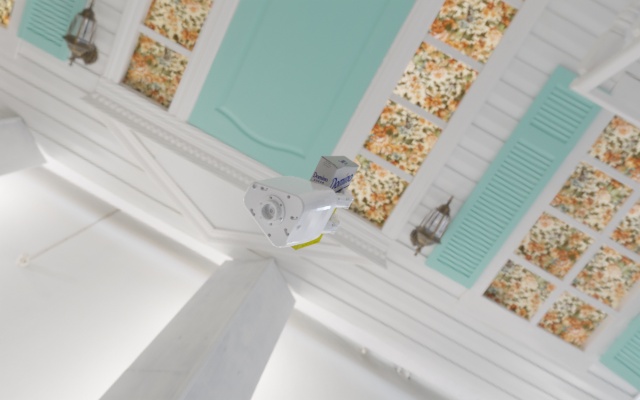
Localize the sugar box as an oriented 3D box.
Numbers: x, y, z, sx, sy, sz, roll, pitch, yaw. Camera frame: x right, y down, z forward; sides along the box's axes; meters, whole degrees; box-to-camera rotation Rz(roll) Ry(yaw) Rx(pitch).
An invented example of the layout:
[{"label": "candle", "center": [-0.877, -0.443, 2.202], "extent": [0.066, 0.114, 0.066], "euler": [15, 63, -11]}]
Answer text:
[{"label": "sugar box", "center": [0.000, 0.003, 0.881], "extent": [0.048, 0.176, 0.093], "euler": [37, 22, 20]}]
